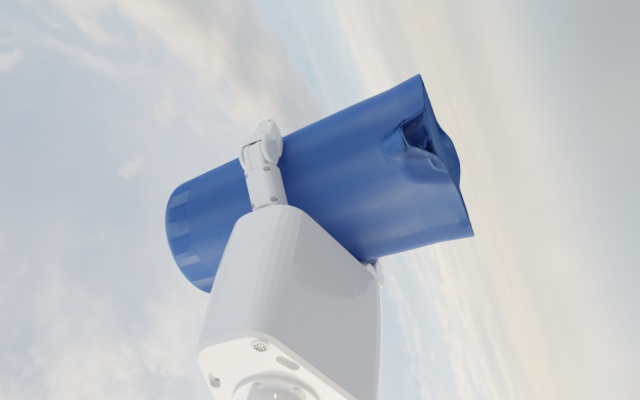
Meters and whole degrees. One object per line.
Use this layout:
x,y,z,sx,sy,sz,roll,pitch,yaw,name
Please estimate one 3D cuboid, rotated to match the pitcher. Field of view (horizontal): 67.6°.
0.000,0.001,0.416,0.243,0.149,0.145,-19,32,17,pitcher
